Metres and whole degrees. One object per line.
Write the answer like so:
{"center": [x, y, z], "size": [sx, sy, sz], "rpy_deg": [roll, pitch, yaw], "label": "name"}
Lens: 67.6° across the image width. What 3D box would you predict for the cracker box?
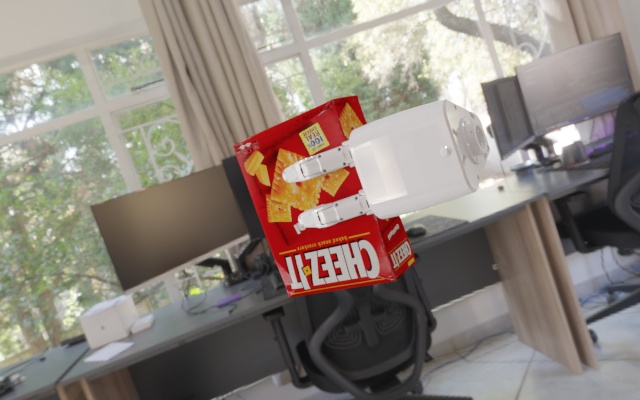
{"center": [0.000, 0.002, 0.586], "size": [0.164, 0.214, 0.072], "rpy_deg": [-16, 5, 35], "label": "cracker box"}
